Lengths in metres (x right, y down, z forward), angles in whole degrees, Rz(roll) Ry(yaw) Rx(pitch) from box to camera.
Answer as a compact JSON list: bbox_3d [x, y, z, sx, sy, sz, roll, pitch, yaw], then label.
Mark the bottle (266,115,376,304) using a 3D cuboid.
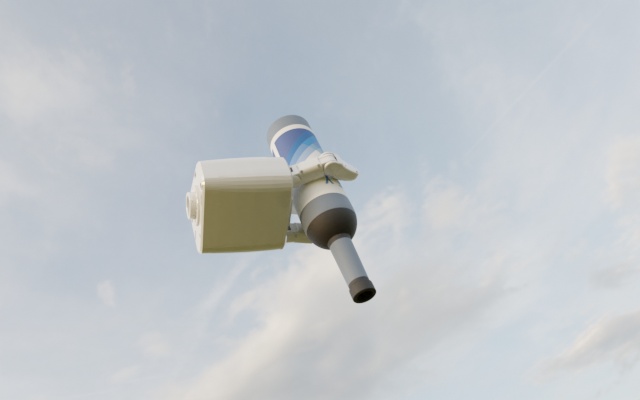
[{"bbox_3d":[0.000,0.002,0.607,0.069,0.069,0.295,0,43,-26],"label":"bottle"}]
